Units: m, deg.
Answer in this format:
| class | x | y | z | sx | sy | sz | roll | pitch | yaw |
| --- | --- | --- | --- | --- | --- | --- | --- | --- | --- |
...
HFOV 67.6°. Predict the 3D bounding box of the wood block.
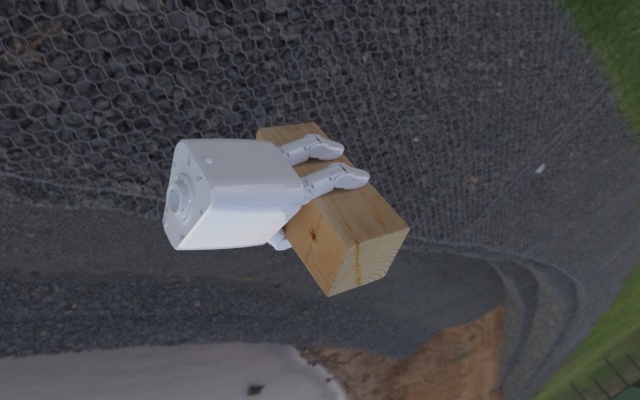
| class | x | y | z | sx | sy | sz | roll | pitch | yaw |
| --- | --- | --- | --- | --- | --- | --- | --- | --- | --- |
| wood block | 0.000 | 0.002 | 0.586 | 0.090 | 0.091 | 0.206 | -13 | 49 | -33 |
